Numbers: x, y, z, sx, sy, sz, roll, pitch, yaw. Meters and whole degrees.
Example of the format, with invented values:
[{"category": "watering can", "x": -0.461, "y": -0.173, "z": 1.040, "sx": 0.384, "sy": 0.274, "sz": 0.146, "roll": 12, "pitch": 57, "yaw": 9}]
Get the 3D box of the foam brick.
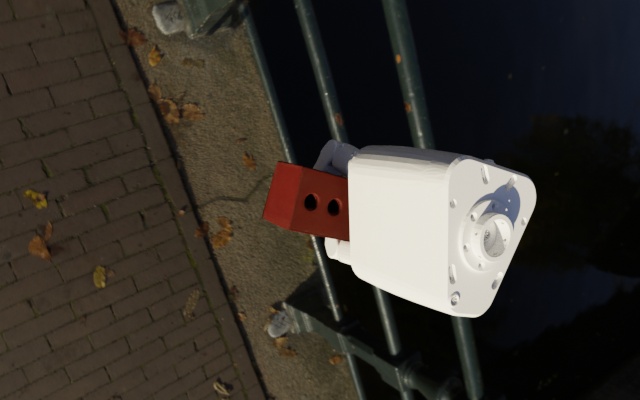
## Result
[{"category": "foam brick", "x": 0.000, "y": 0.001, "z": 0.407, "sx": 0.078, "sy": 0.053, "sz": 0.051, "roll": 12, "pitch": 4, "yaw": -30}]
